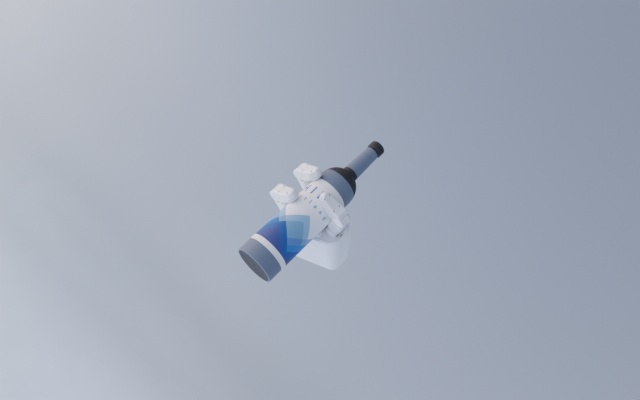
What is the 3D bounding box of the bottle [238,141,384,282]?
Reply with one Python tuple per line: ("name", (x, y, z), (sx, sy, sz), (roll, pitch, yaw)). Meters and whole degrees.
("bottle", (0.000, 0.003, 0.758), (0.295, 0.069, 0.069), (-44, 20, -23))
